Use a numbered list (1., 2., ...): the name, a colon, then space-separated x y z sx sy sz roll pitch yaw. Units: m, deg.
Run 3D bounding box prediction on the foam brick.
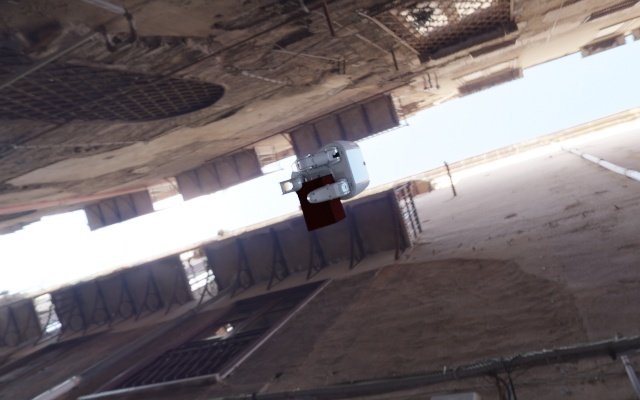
1. foam brick: 0.000 0.003 0.767 0.053 0.078 0.051 -16 2 22
